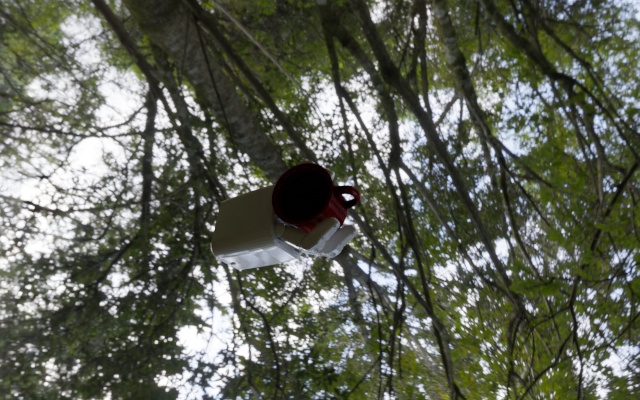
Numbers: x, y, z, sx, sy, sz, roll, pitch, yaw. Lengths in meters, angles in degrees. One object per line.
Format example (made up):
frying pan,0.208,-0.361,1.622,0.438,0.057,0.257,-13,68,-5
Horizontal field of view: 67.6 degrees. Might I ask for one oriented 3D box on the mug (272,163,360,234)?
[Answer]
mug,0.002,0.002,0.686,0.117,0.093,0.081,-14,-28,18
